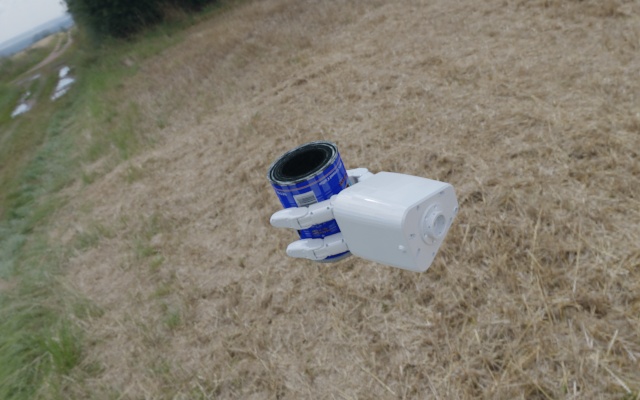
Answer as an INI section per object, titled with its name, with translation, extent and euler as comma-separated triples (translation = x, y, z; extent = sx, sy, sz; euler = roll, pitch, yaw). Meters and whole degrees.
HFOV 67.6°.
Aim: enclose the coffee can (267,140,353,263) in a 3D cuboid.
[coffee can]
translation = 0.000, 0.002, 0.671
extent = 0.103, 0.140, 0.102
euler = -18, 31, 11
